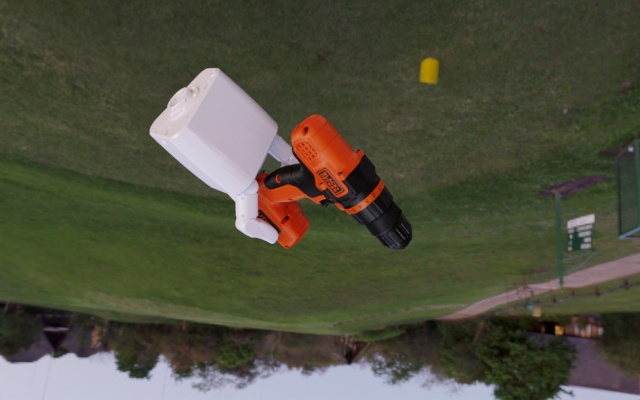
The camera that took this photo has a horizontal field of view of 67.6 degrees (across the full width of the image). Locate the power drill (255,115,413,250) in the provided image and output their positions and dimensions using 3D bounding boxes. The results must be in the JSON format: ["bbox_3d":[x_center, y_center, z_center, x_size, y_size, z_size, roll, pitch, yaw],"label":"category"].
[{"bbox_3d":[0.000,0.002,0.581,0.188,0.184,0.057,-25,19,48],"label":"power drill"}]
